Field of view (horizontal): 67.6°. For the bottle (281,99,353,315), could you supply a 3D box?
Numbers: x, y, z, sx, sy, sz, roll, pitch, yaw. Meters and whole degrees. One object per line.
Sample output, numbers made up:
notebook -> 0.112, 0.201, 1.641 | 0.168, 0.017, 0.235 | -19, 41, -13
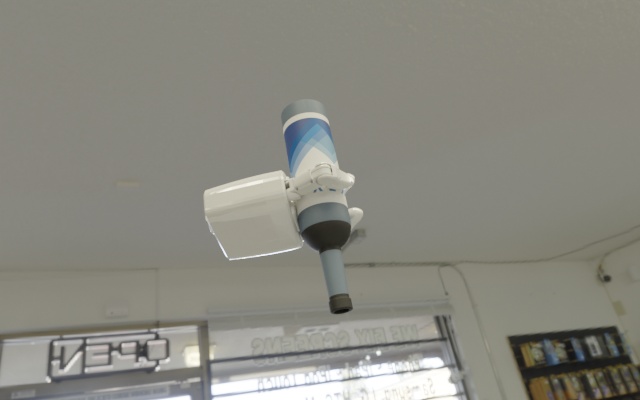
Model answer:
bottle -> 0.000, 0.002, 0.628 | 0.069, 0.295, 0.069 | -9, -28, -5
